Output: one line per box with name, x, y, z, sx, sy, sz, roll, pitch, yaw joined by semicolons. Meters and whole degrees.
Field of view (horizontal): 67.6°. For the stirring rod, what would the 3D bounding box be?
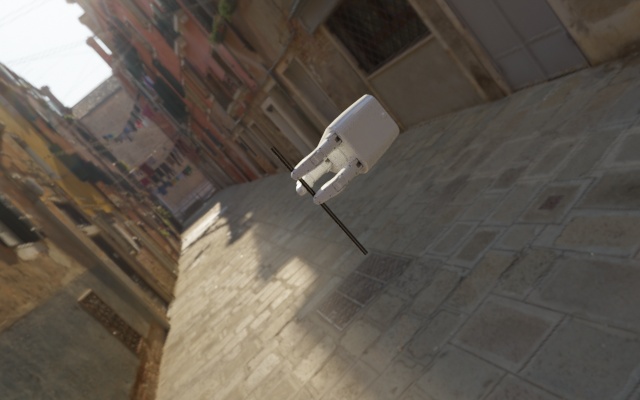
stirring rod;0.000;0.003;0.796;0.011;0.239;0.011;-40;11;9
